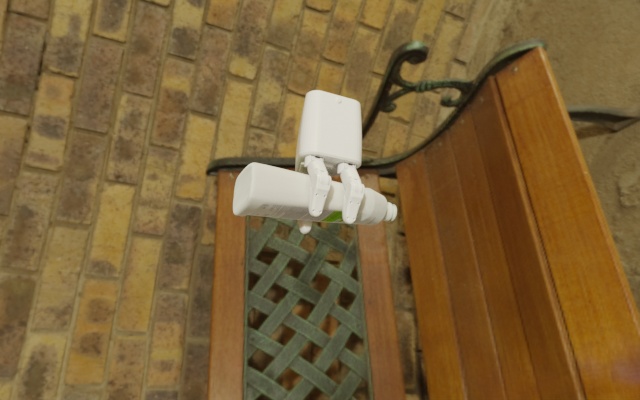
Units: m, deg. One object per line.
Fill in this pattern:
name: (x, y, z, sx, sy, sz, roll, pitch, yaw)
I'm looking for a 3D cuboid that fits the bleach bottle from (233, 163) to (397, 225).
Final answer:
bleach bottle: (0.000, 0.002, 0.738, 0.251, 0.068, 0.102, 10, -19, -23)
